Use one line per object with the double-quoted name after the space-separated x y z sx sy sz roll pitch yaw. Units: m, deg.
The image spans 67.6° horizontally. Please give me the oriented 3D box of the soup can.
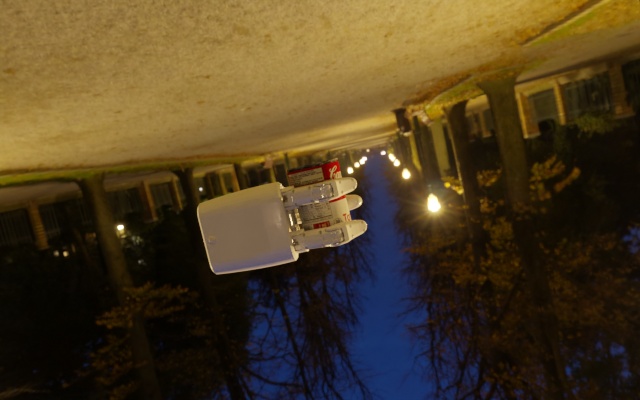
0.001 0.002 0.615 0.068 0.102 0.068 -13 5 1 "soup can"
